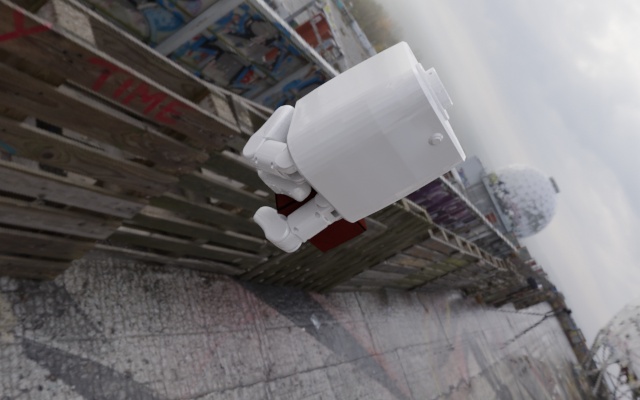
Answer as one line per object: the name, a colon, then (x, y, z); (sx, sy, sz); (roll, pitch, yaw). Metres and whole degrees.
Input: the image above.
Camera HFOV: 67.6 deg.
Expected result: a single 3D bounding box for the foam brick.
foam brick: (0.000, 0.002, 0.444); (0.051, 0.053, 0.078); (-29, -47, 18)
